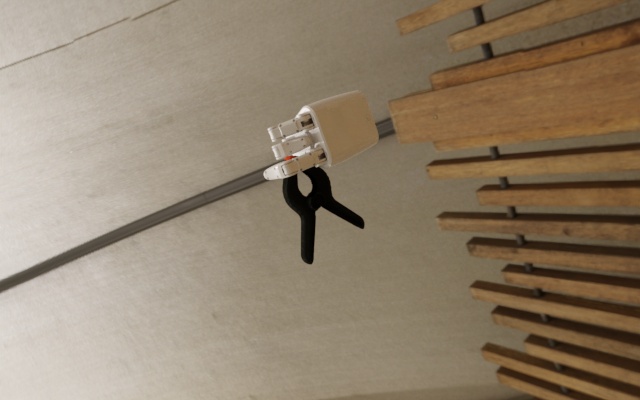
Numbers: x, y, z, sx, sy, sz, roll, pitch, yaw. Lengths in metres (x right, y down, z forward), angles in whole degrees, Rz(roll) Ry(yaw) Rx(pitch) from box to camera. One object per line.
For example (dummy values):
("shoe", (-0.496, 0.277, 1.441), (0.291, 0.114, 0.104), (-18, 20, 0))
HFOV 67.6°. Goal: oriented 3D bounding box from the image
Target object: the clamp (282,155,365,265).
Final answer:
("clamp", (0.000, 0.002, 0.755), (0.120, 0.171, 0.039), (-25, 15, -27))
